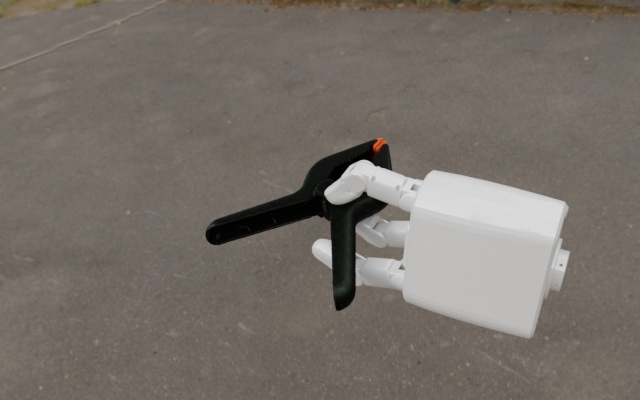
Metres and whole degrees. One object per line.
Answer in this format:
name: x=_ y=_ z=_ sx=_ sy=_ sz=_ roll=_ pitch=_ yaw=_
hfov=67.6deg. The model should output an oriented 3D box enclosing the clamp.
clamp: x=0.000 y=0.001 z=0.475 sx=0.164 sy=0.036 sz=0.210 roll=17 pitch=47 yaw=26
